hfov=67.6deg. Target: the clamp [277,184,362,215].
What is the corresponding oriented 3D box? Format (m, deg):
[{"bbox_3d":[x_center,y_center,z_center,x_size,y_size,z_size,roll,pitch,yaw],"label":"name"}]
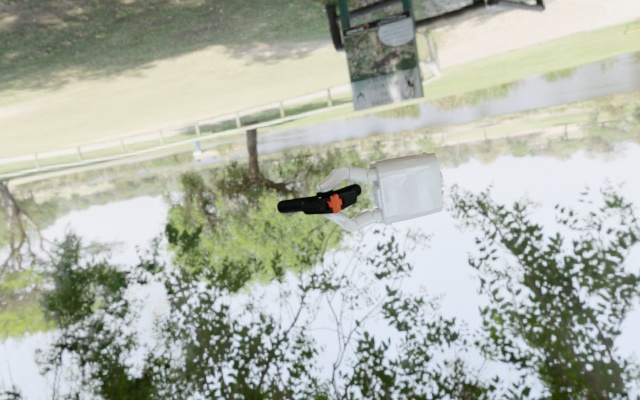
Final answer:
[{"bbox_3d":[0.001,0.003,0.827,0.164,0.036,0.210,-14,5,0],"label":"clamp"}]
